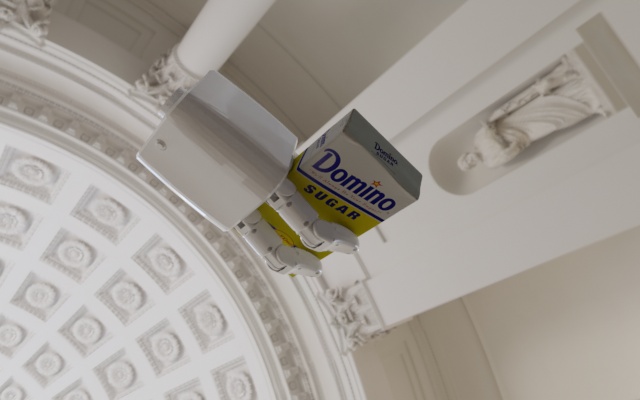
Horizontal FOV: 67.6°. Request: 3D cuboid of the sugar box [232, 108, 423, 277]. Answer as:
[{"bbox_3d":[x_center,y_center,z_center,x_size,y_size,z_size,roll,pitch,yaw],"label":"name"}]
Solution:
[{"bbox_3d":[0.000,0.002,0.459,0.093,0.048,0.176,41,-49,-16],"label":"sugar box"}]
